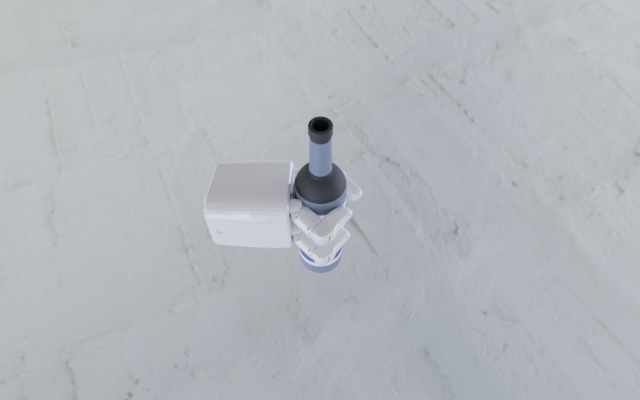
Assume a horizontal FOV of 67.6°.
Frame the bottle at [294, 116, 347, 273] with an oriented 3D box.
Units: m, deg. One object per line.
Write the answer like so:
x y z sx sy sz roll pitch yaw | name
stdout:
0.000 0.002 0.634 0.069 0.069 0.296 0 -34 0 | bottle
